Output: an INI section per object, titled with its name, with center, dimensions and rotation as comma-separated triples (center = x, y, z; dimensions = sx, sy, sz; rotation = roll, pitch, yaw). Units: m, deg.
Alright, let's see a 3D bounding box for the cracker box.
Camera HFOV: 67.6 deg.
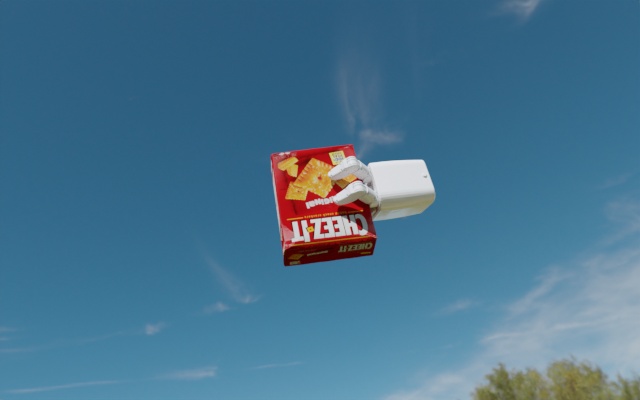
[cracker box]
center = 0.000, 0.003, 0.882
dimensions = 0.164, 0.213, 0.072
rotation = -7, -33, -7
